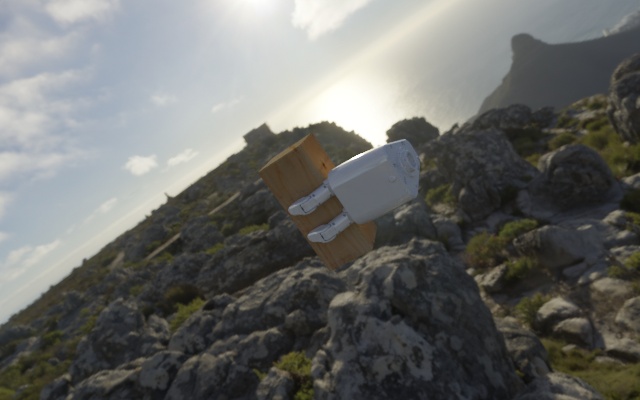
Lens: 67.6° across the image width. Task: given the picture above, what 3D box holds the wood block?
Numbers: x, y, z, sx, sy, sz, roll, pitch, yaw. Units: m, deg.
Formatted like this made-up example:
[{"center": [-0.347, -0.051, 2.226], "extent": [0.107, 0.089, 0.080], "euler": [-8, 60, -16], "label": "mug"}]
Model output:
[{"center": [0.000, 0.002, 0.807], "extent": [0.090, 0.206, 0.090], "euler": [-30, 12, 21], "label": "wood block"}]
